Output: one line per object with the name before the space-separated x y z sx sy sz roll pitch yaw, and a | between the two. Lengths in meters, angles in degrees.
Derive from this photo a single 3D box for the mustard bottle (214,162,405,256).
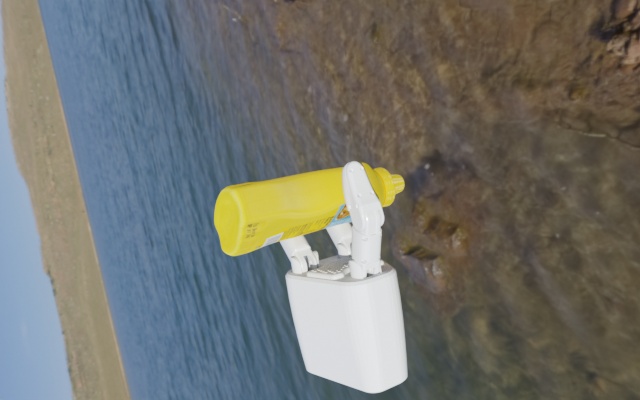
mustard bottle | 0.000 0.001 0.460 0.191 0.058 0.096 -13 -17 -26
